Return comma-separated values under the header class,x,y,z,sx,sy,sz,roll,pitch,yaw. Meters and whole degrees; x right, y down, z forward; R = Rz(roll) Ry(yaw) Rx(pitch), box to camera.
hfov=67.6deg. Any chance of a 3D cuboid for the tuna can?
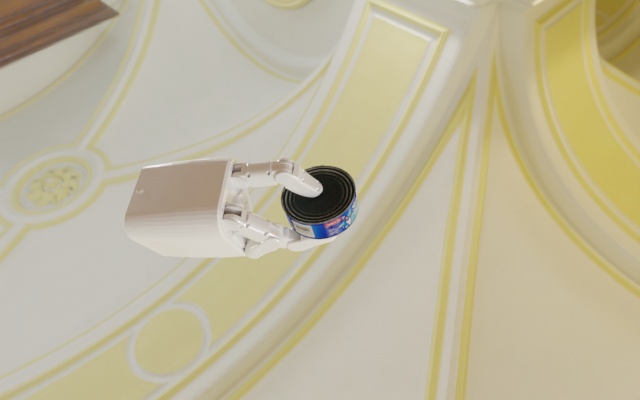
class,x,y,z,sx,sy,sz,roll,pitch,yaw
tuna can,0.000,0.002,0.546,0.086,0.086,0.034,0,-39,15
